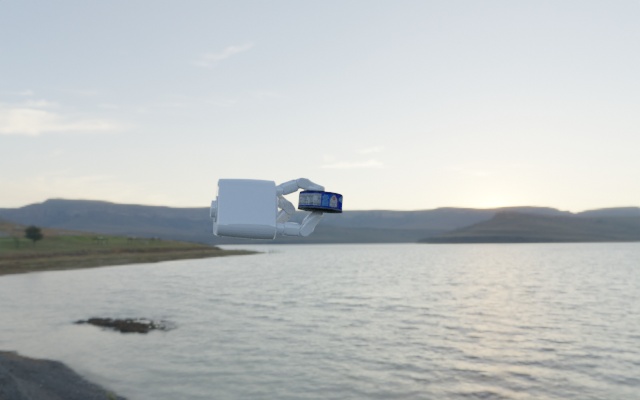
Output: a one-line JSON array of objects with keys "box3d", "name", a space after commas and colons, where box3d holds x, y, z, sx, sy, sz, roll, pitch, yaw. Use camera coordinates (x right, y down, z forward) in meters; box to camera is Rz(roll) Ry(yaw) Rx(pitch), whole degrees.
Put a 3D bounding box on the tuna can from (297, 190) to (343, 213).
[{"box3d": [0.000, 0.002, 0.899, 0.086, 0.033, 0.086, 5, -6, 1], "name": "tuna can"}]
